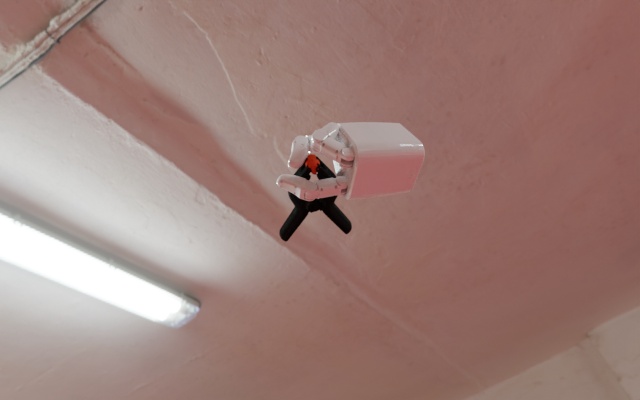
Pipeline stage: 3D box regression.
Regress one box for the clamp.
[{"bbox_3d":[0.000,0.002,0.751,0.120,0.039,0.172,-5,-43,-15],"label":"clamp"}]
